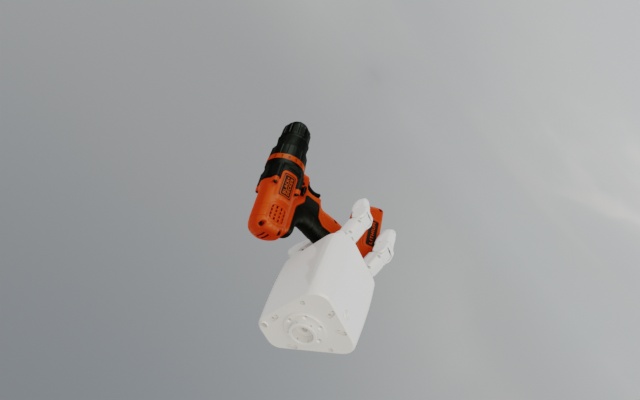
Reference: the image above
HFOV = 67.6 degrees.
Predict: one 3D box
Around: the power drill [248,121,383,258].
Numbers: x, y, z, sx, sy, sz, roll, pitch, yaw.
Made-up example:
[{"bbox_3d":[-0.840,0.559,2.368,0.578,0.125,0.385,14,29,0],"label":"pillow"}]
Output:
[{"bbox_3d":[0.000,0.003,0.655,0.188,0.184,0.057,33,-35,-24],"label":"power drill"}]
